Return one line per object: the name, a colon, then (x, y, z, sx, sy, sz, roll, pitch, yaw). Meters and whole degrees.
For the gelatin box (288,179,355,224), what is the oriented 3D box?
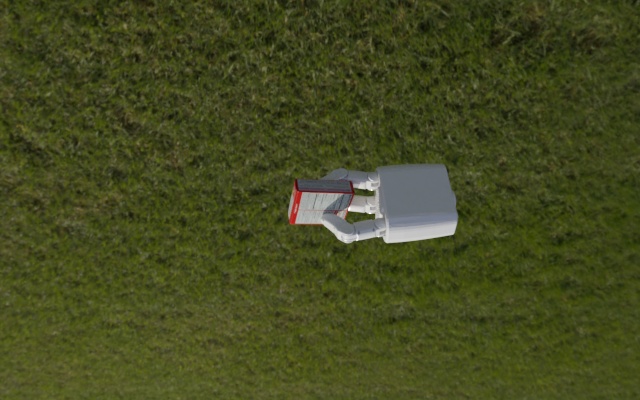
gelatin box: (0.000, 0.003, 0.721, 0.089, 0.030, 0.073, 1, -43, -14)
